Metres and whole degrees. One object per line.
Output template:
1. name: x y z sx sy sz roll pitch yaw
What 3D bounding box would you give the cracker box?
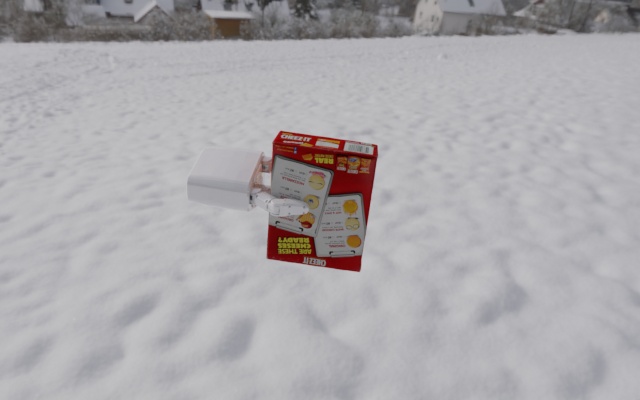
1. cracker box: 0.000 0.003 0.791 0.164 0.214 0.072 8 27 4
